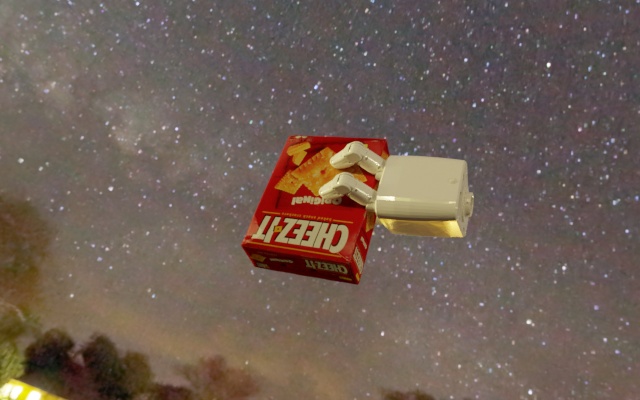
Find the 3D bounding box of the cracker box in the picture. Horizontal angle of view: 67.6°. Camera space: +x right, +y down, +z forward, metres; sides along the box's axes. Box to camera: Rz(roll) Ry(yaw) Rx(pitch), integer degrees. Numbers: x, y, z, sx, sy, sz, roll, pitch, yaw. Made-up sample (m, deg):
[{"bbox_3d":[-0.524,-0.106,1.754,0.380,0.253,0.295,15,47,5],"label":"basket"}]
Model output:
[{"bbox_3d":[0.000,0.002,0.703,0.164,0.213,0.072,6,-34,22],"label":"cracker box"}]
